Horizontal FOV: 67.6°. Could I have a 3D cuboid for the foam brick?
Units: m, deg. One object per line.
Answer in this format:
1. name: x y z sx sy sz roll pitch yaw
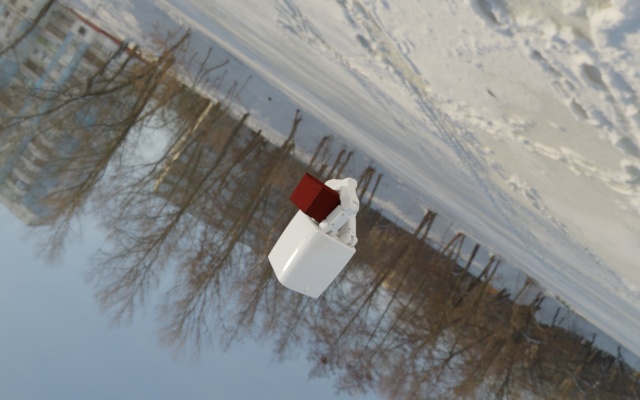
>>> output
1. foam brick: 0.000 0.002 0.755 0.078 0.051 0.053 31 9 -43
